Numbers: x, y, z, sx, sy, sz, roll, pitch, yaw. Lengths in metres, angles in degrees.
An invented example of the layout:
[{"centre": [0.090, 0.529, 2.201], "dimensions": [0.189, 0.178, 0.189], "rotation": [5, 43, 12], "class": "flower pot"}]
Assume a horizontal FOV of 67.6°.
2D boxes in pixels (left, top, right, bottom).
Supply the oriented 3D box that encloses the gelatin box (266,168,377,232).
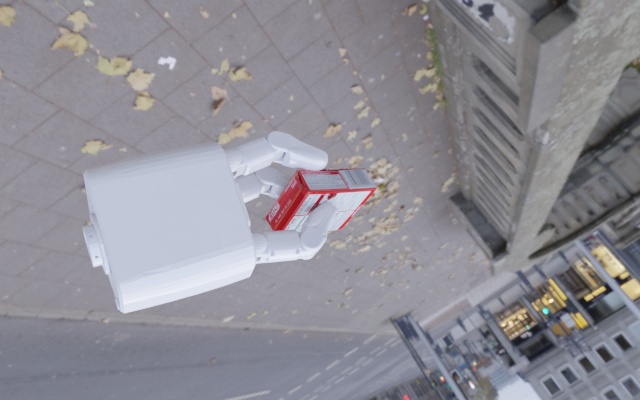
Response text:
[{"centre": [0.001, 0.002, 0.473], "dimensions": [0.089, 0.030, 0.073], "rotation": [-4, -35, -38], "class": "gelatin box"}]
